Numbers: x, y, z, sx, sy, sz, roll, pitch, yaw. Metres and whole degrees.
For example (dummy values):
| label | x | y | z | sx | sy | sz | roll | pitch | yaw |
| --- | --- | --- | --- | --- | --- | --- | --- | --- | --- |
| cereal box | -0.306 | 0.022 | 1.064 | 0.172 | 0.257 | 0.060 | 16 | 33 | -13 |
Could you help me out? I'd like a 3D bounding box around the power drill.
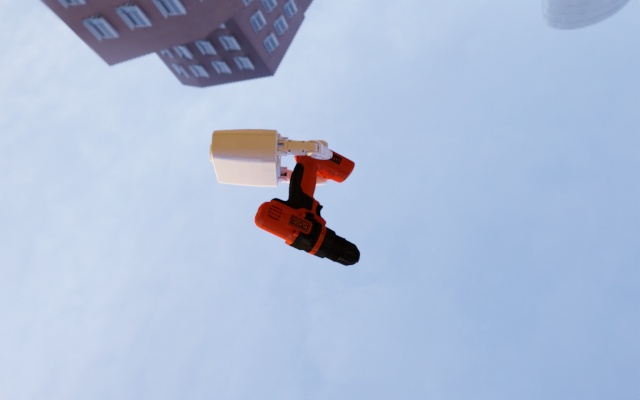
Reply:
| label | x | y | z | sx | sy | sz | roll | pitch | yaw |
| --- | --- | --- | --- | --- | --- | --- | --- | --- | --- |
| power drill | 0.000 | 0.002 | 0.802 | 0.184 | 0.187 | 0.057 | 27 | -35 | -12 |
